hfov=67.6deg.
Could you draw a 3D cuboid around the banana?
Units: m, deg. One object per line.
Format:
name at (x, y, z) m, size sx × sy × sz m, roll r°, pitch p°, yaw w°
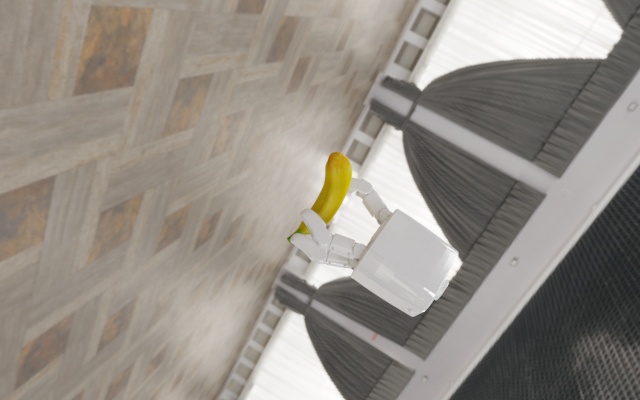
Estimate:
banana at (0.010, -0.005, 0.665) m, size 0.037 × 0.198 × 0.069 m, roll 39°, pitch 48°, yaw 12°
